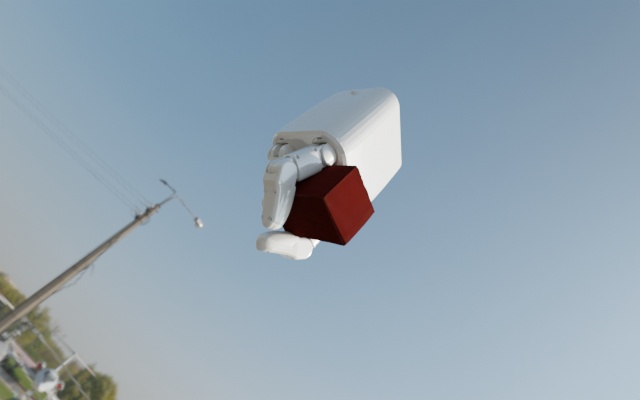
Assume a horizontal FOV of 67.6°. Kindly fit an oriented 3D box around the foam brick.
[{"bbox_3d":[0.000,0.002,0.437,0.078,0.053,0.051,7,39,45],"label":"foam brick"}]
